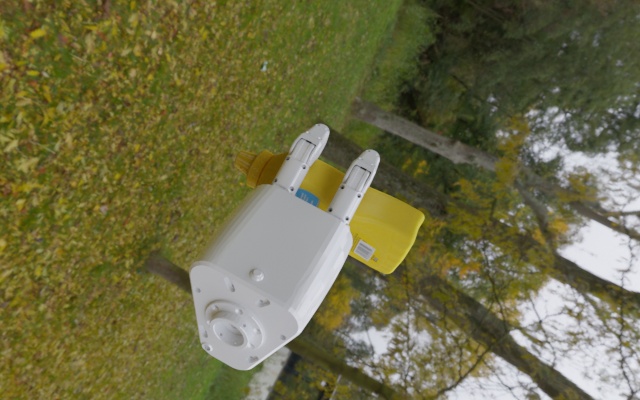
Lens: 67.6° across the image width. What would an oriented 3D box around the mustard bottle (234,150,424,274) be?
[{"bbox_3d":[0.000,0.001,0.477,0.191,0.058,0.096,28,-26,5],"label":"mustard bottle"}]
